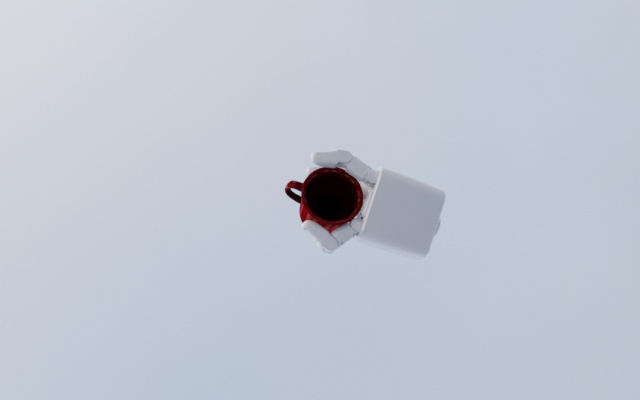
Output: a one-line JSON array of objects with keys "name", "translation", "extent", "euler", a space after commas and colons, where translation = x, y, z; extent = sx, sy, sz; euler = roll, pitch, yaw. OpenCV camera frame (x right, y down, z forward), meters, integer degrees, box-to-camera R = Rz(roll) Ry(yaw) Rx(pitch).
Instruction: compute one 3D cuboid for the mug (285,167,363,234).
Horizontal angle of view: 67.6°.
[{"name": "mug", "translation": [-0.001, 0.002, 0.733], "extent": [0.117, 0.093, 0.081], "euler": [20, -23, -2]}]
